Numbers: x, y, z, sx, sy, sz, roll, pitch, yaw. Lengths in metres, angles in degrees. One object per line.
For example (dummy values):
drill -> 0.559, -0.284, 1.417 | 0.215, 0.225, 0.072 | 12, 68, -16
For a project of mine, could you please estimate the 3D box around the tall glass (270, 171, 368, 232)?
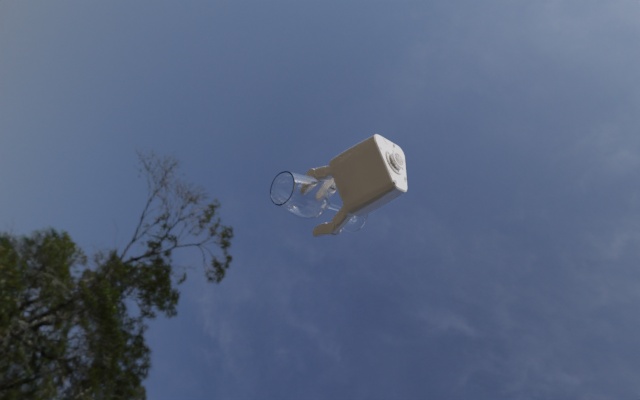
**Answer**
tall glass -> 0.001, 0.003, 0.893 | 0.079, 0.079, 0.201 | 0, -14, 44
